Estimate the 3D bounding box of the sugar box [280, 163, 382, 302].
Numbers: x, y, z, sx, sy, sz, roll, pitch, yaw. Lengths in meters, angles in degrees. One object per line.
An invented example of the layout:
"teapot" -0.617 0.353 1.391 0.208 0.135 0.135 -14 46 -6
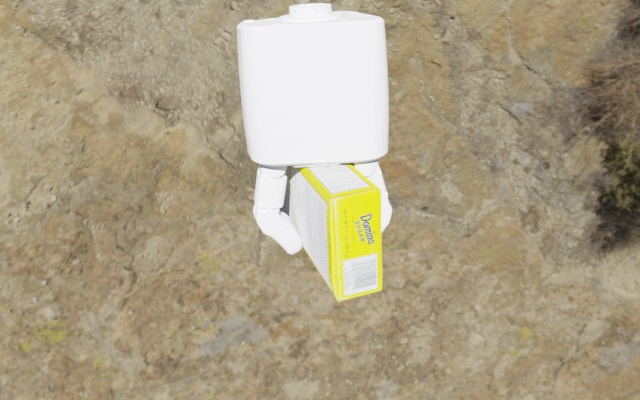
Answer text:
"sugar box" 0.001 0.001 0.430 0.048 0.093 0.176 -10 27 -14
